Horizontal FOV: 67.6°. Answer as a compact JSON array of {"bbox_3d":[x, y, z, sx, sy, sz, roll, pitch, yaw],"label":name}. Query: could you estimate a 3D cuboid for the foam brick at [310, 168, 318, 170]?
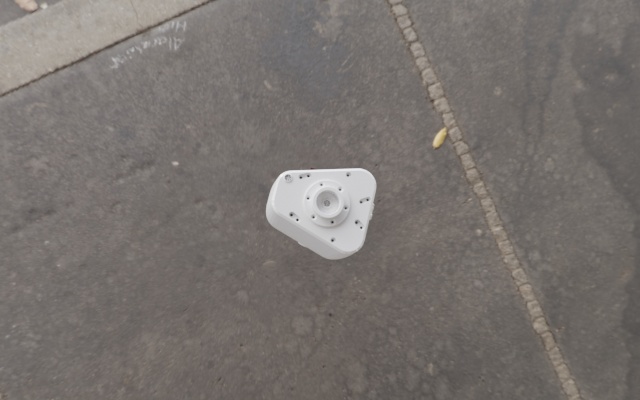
[{"bbox_3d":[0.000,0.002,0.640,0.053,0.078,0.051,14,-9,-5],"label":"foam brick"}]
